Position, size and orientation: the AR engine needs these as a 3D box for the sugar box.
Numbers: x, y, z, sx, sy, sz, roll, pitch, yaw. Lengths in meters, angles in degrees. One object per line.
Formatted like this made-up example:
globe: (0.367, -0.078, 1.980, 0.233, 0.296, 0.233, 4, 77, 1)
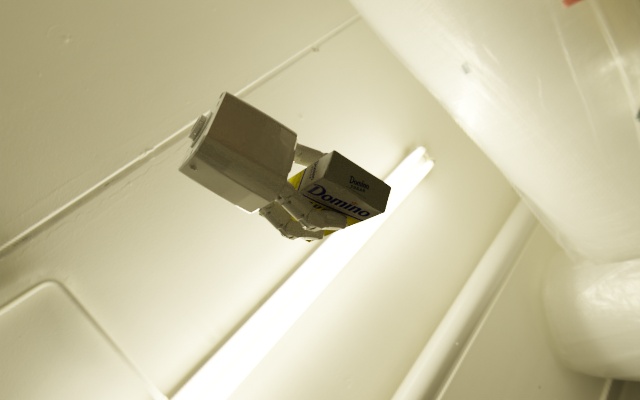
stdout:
sugar box: (0.000, 0.002, 0.623, 0.093, 0.048, 0.176, 30, -28, -21)
